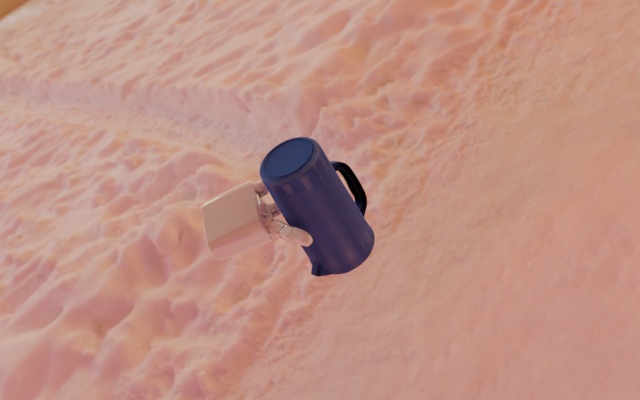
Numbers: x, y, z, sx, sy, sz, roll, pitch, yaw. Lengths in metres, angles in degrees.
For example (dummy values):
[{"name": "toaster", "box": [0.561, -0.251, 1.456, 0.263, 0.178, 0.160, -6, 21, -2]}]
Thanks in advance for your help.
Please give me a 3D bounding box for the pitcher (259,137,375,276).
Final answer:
[{"name": "pitcher", "box": [0.000, 0.003, 0.834, 0.145, 0.243, 0.149, -23, 41, 9]}]
